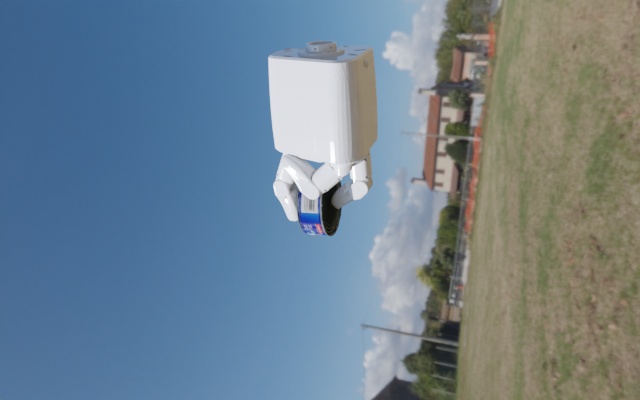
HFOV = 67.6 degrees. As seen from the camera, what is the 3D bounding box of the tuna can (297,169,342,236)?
[{"bbox_3d":[0.000,0.002,0.609,0.034,0.086,0.086,2,1,19],"label":"tuna can"}]
